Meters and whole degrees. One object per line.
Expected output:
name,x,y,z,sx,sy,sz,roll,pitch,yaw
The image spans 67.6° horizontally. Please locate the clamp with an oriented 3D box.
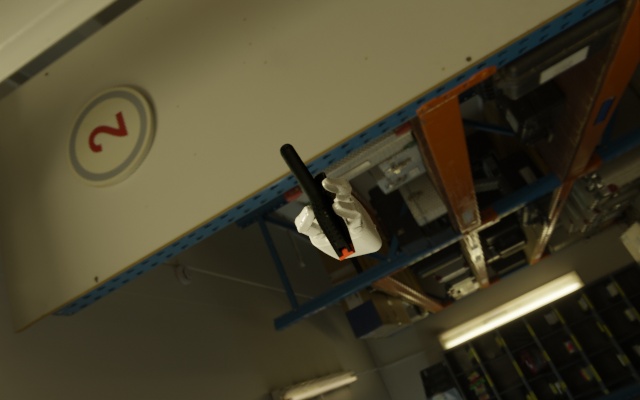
clamp,0.000,0.004,0.822,0.036,0.209,0.165,-32,-32,13
